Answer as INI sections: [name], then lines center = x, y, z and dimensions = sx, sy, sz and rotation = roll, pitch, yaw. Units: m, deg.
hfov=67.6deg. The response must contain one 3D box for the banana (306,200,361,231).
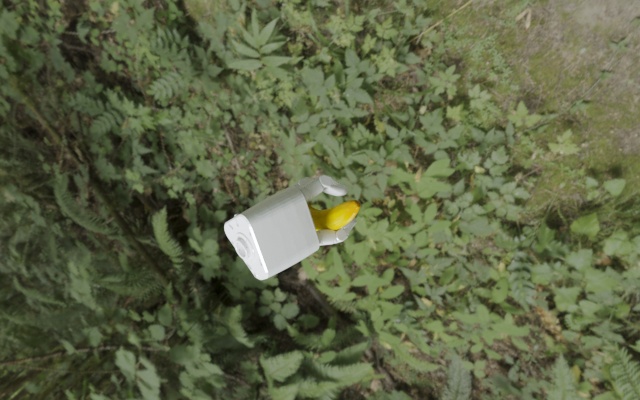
[banana]
center = -0.001, 0.020, 0.826
dimensions = 0.037, 0.069, 0.198
rotation = -10, 15, -34
